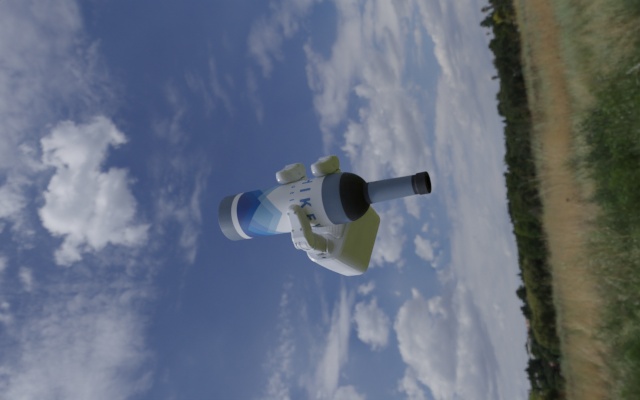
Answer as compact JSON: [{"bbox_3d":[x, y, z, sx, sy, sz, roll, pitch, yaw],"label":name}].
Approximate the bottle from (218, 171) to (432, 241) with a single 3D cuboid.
[{"bbox_3d":[0.000,0.002,0.639,0.296,0.069,0.069,-11,-5,26],"label":"bottle"}]
